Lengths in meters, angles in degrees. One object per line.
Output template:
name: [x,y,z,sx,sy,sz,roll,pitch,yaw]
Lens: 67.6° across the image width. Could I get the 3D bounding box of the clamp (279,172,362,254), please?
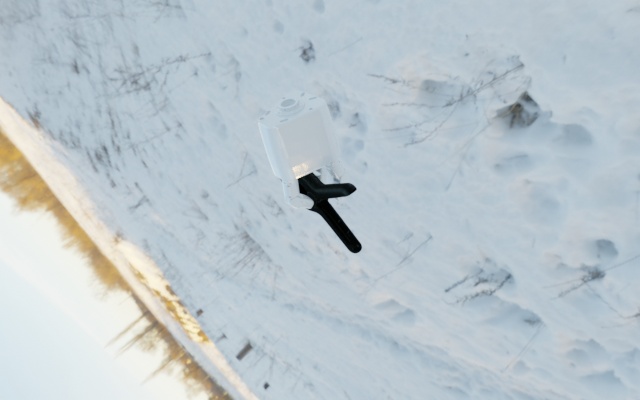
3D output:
clamp: [-0.001,0.003,0.883,0.036,0.165,0.210,-35,43,-25]
